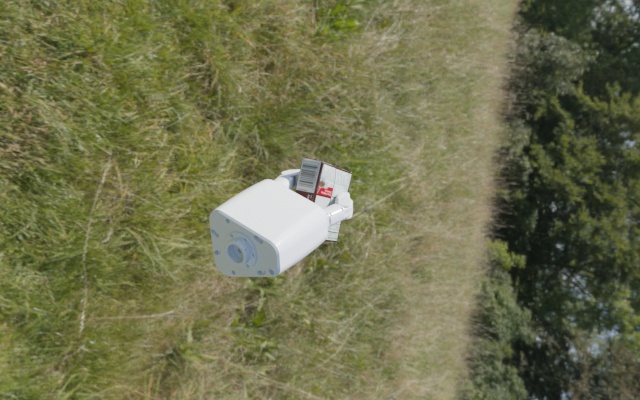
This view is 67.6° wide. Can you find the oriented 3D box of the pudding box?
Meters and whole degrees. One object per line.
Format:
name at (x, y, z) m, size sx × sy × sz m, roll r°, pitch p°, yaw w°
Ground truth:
pudding box at (0.000, 0.002, 0.694) m, size 0.039 × 0.113 × 0.090 m, roll 14°, pitch 0°, yaw 31°
